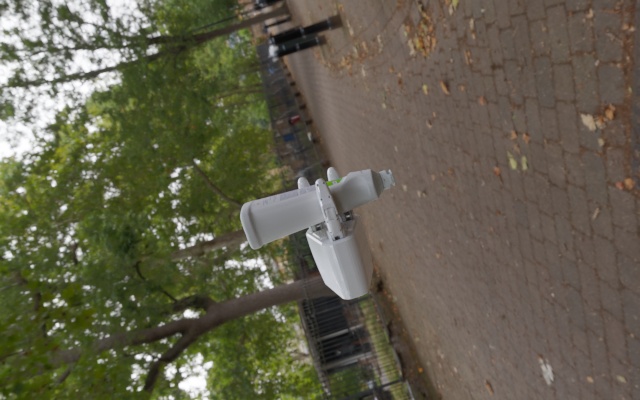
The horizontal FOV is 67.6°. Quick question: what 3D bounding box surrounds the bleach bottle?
[{"bbox_3d":[0.000,0.003,0.780,0.251,0.068,0.102,-18,15,0],"label":"bleach bottle"}]
